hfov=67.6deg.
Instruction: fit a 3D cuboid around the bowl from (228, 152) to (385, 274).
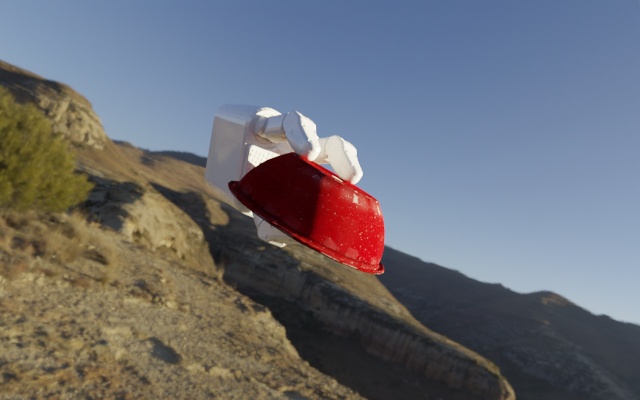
[{"bbox_3d":[0.001,0.002,0.434,0.162,0.055,0.162,30,6,-3],"label":"bowl"}]
